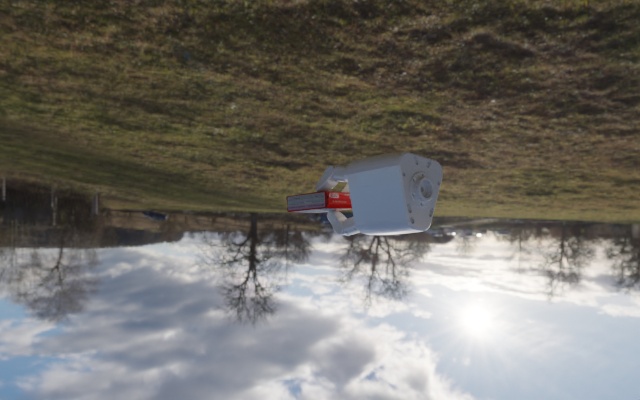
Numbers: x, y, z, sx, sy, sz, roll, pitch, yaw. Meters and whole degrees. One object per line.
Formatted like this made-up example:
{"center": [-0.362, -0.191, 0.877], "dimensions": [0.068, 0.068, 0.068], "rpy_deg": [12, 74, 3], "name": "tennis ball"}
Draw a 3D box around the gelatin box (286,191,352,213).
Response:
{"center": [0.000, 0.003, 0.793], "dimensions": [0.089, 0.030, 0.073], "rpy_deg": [-8, -7, 40], "name": "gelatin box"}
